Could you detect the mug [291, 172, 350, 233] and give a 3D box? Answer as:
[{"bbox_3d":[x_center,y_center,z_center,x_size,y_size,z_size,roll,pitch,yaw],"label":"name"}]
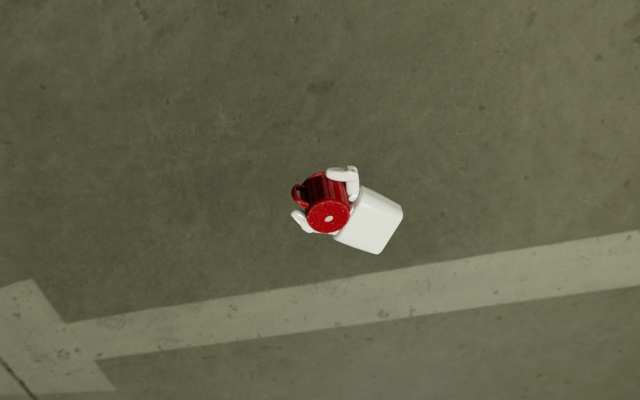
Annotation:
[{"bbox_3d":[-0.001,0.002,0.889,0.117,0.093,0.081,21,33,-23],"label":"mug"}]
